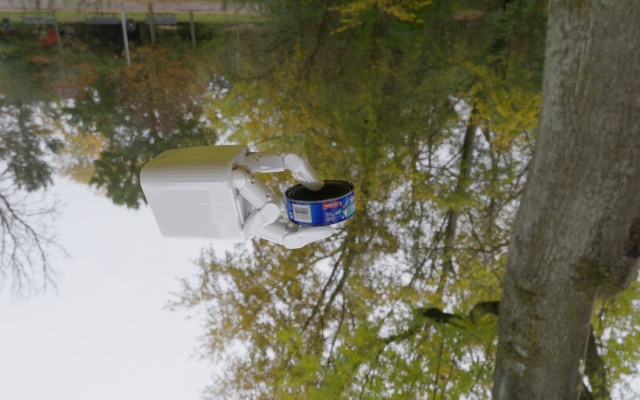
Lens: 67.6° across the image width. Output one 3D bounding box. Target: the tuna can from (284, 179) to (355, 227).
[{"bbox_3d":[0.000,0.002,0.587,0.086,0.034,0.086,-6,18,2],"label":"tuna can"}]
